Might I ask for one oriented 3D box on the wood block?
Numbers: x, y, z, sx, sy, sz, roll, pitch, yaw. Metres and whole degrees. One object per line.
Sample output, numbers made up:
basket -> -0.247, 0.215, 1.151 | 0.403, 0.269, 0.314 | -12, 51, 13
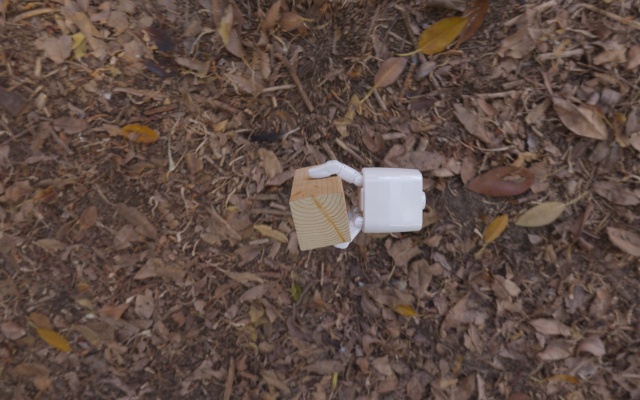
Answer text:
wood block -> 0.000, 0.003, 0.877 | 0.090, 0.091, 0.206 | -10, 18, 3
